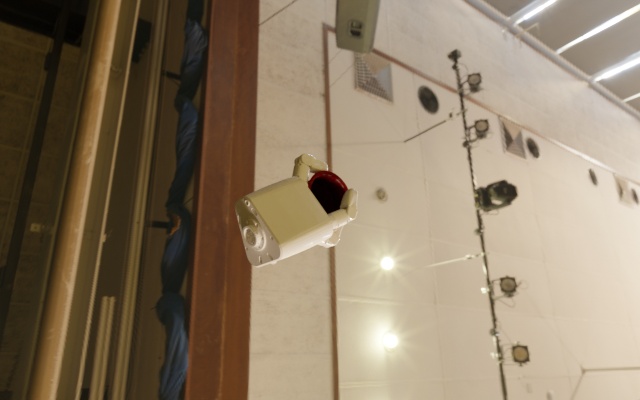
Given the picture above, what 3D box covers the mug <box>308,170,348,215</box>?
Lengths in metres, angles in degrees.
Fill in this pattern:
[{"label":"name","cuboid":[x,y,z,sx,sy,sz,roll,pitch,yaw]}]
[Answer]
[{"label":"mug","cuboid":[0.001,0.002,0.818,0.117,0.093,0.081,-22,-2,-43]}]
